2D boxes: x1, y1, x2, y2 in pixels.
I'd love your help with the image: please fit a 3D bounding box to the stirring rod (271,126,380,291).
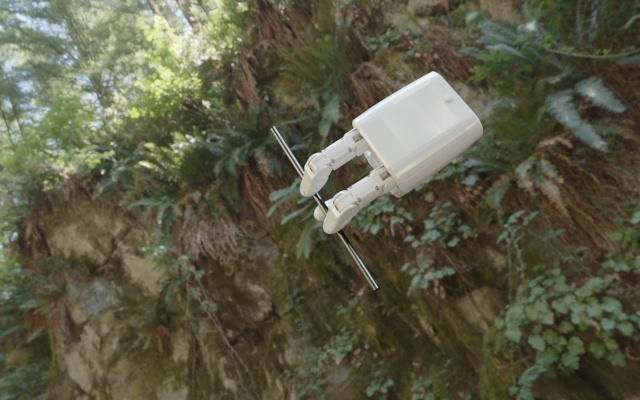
[{"bbox_3d":[0.000,0.002,0.555,0.011,0.239,0.011,-27,-24,-13],"label":"stirring rod"}]
